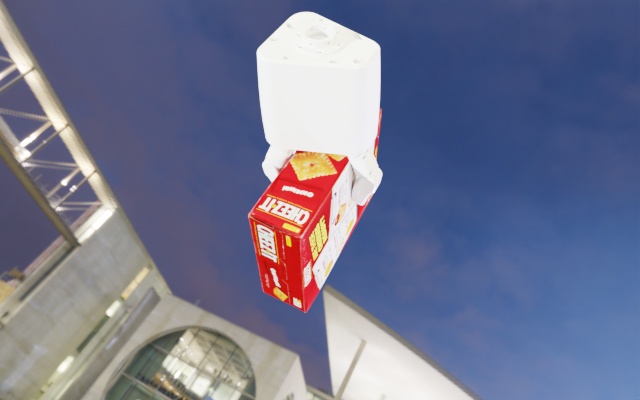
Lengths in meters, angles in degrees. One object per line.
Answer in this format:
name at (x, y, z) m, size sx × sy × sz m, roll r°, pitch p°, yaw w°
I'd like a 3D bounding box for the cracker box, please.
cracker box at (0.000, 0.002, 0.587) m, size 0.072 × 0.213 × 0.164 m, roll 21°, pitch -36°, yaw 17°
